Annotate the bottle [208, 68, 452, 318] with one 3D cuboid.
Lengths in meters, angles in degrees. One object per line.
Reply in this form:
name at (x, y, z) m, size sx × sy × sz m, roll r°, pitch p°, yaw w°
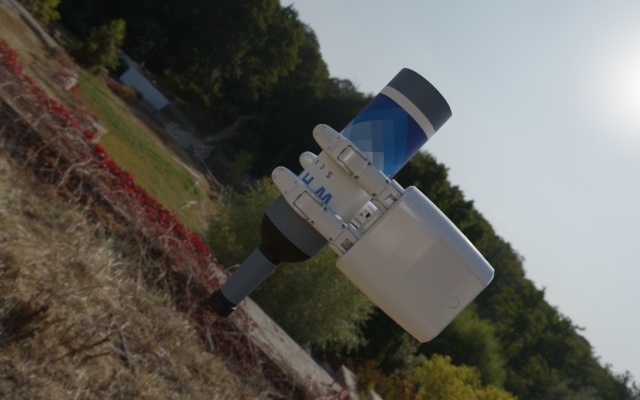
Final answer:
bottle at (0.000, 0.001, 0.467) m, size 0.069 × 0.296 × 0.069 m, roll 44°, pitch 3°, yaw -3°
